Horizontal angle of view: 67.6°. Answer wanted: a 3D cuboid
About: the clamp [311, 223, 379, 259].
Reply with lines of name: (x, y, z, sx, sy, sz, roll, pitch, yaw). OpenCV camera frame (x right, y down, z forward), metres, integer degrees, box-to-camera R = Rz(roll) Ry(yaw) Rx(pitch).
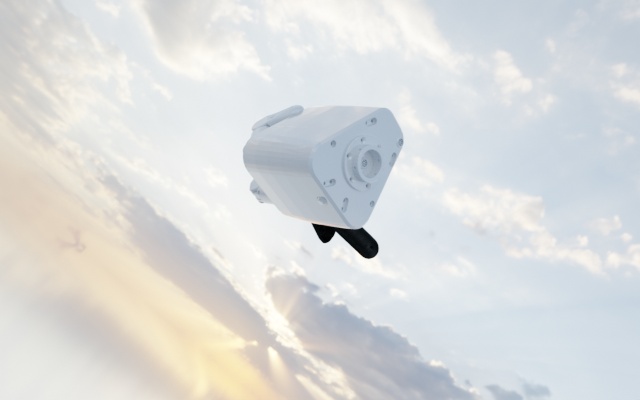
clamp: (0.000, 0.001, 0.553, 0.120, 0.039, 0.171, 12, -35, 51)
